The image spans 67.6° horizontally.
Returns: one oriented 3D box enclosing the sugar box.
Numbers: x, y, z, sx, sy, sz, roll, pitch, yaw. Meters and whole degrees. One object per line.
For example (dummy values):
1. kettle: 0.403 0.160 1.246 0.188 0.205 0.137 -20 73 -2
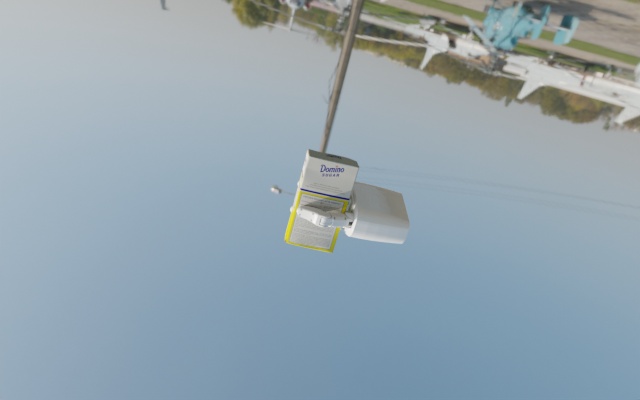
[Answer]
1. sugar box: 0.000 0.003 0.859 0.093 0.176 0.048 13 21 -10
